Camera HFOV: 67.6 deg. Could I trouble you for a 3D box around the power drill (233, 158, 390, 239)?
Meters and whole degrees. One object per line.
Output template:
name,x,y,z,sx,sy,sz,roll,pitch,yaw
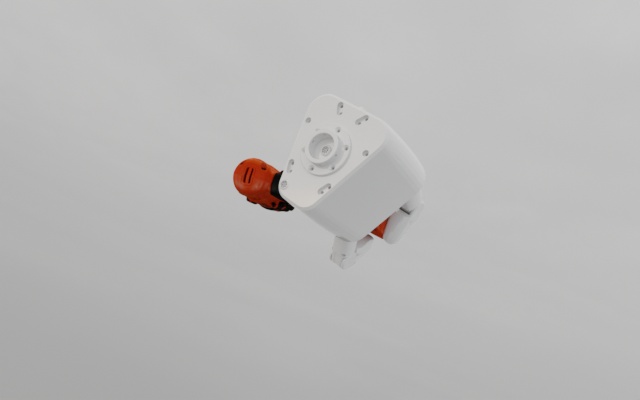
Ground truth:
power drill,0.000,0.002,0.605,0.187,0.057,0.184,12,-5,13
